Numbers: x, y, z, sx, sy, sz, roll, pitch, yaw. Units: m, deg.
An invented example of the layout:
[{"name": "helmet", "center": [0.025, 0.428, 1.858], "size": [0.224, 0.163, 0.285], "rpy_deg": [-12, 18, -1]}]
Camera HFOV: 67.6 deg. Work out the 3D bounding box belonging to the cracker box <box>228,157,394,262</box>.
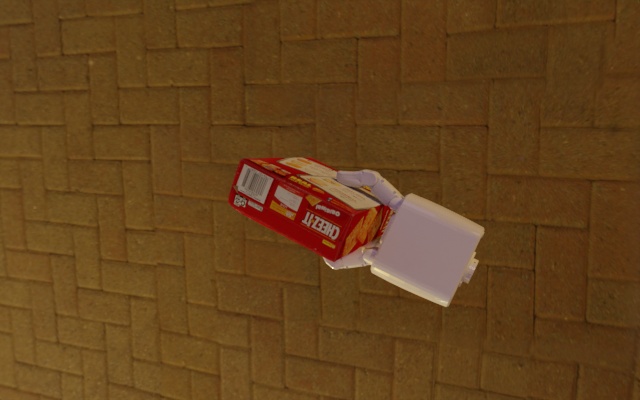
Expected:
[{"name": "cracker box", "center": [0.000, 0.002, 0.662], "size": [0.164, 0.072, 0.213], "rpy_deg": [26, 14, 19]}]
